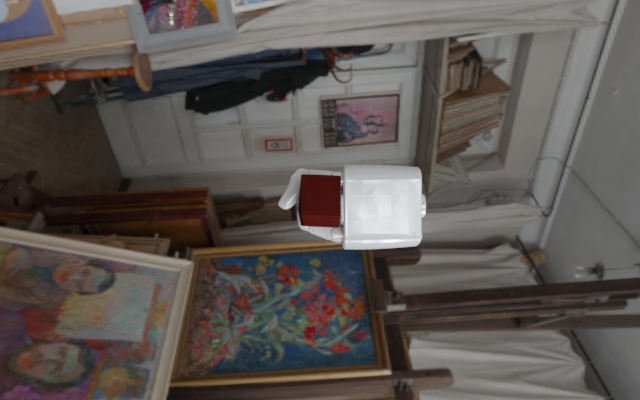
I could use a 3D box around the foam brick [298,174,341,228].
[{"bbox_3d":[0.000,0.002,0.618,0.051,0.053,0.078,3,-14,1],"label":"foam brick"}]
